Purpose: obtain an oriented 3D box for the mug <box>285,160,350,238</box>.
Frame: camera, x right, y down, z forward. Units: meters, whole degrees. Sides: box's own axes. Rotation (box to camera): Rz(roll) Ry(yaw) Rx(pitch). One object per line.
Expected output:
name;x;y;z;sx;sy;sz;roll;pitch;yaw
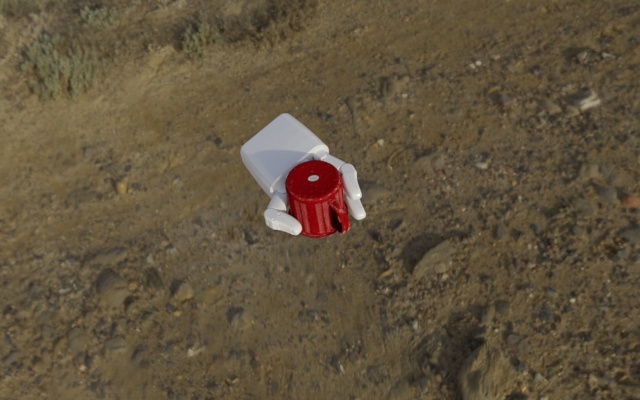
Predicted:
mug;0.001;0.003;0.695;0.093;0.082;0.117;-32;55;-19
